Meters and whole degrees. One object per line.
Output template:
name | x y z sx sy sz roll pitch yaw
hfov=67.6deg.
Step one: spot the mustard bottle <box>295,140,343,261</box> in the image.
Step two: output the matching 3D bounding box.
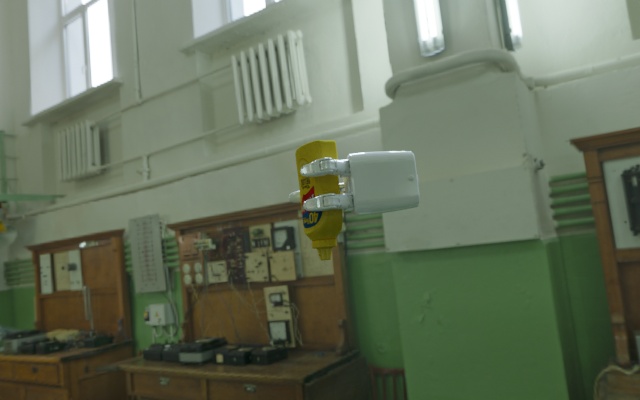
mustard bottle | 0.000 0.002 0.790 0.058 0.191 0.096 -2 -7 -29
